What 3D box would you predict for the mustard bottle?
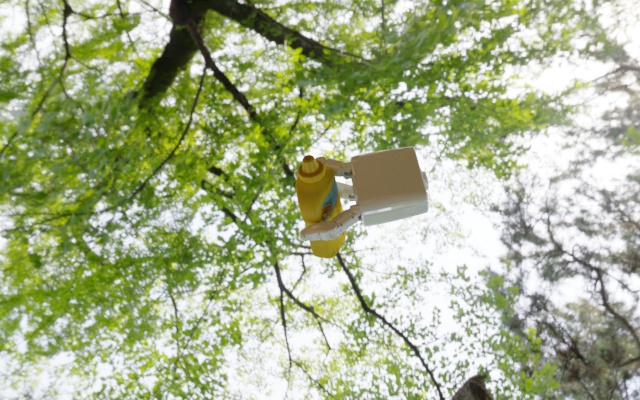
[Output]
[{"bbox_3d":[0.000,0.003,0.772,0.058,0.096,0.192,8,-40,21],"label":"mustard bottle"}]
